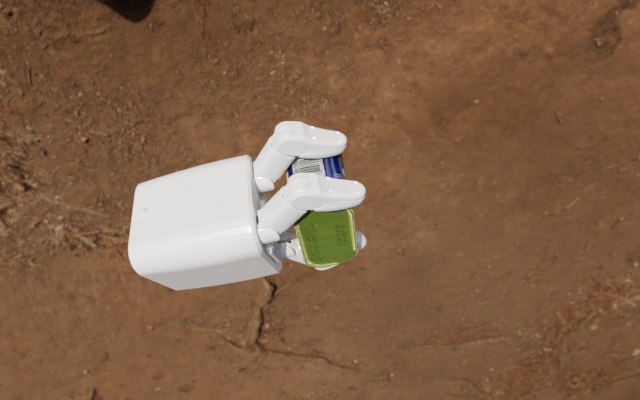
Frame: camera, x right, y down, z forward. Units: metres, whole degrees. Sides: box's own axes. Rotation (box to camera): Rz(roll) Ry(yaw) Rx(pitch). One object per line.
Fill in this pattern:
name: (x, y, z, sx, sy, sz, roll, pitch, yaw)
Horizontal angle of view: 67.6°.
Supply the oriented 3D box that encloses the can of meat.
can of meat: (0.000, 0.002, 0.439, 0.057, 0.084, 0.102, -11, -38, 1)
